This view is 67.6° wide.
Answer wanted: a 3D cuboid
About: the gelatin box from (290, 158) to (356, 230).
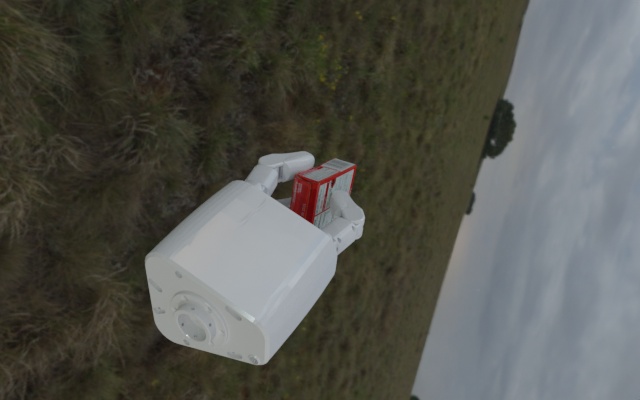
[{"bbox_3d":[0.001,0.002,0.489,0.030,0.073,0.089,21,24,22],"label":"gelatin box"}]
